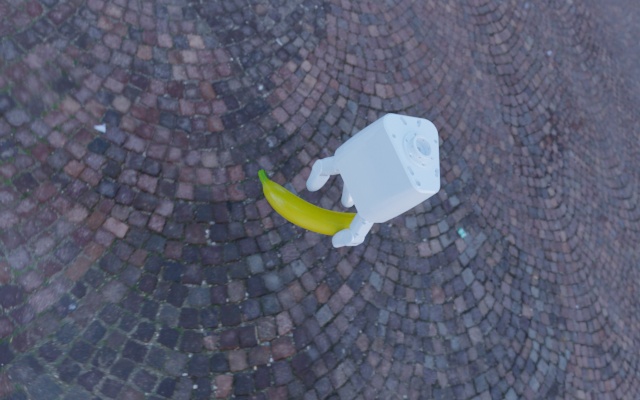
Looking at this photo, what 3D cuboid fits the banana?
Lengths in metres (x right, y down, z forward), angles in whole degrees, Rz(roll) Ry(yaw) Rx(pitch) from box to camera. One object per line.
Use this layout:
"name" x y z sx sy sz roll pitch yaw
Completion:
"banana" -0.006 0.016 0.711 0.198 0.069 0.037 26 -37 -20
